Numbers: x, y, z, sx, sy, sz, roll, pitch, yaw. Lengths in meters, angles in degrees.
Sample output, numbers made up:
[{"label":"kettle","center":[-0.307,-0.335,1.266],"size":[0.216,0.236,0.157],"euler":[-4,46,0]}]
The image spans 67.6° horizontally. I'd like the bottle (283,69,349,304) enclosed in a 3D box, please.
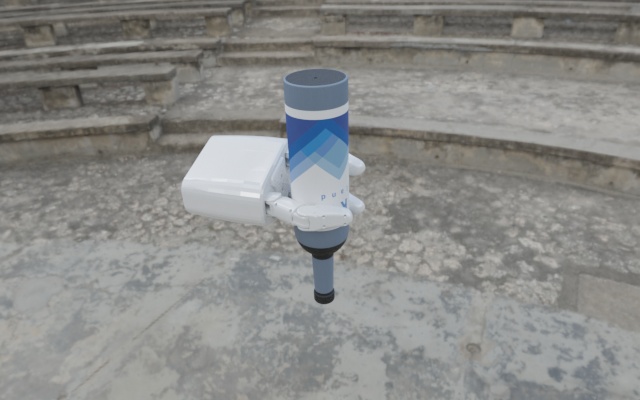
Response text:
[{"label":"bottle","center":[0.000,0.002,0.559],"size":[0.069,0.296,0.069],"euler":[-2,30,1]}]
